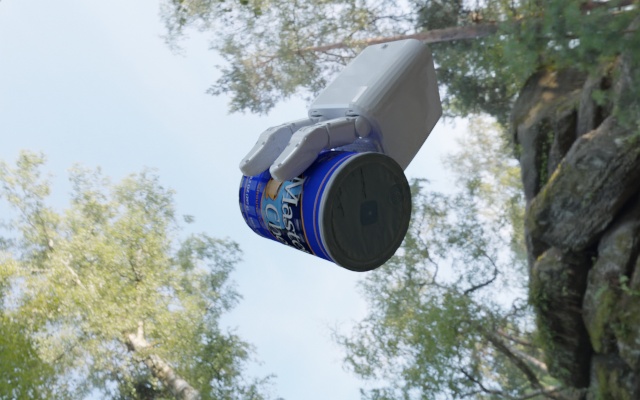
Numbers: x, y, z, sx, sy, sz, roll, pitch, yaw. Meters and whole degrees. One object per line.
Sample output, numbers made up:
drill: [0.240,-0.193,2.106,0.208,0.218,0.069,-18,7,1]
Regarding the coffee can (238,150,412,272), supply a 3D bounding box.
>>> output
coffee can: [0.000,0.002,0.455,0.103,0.103,0.140,0,8,-38]
